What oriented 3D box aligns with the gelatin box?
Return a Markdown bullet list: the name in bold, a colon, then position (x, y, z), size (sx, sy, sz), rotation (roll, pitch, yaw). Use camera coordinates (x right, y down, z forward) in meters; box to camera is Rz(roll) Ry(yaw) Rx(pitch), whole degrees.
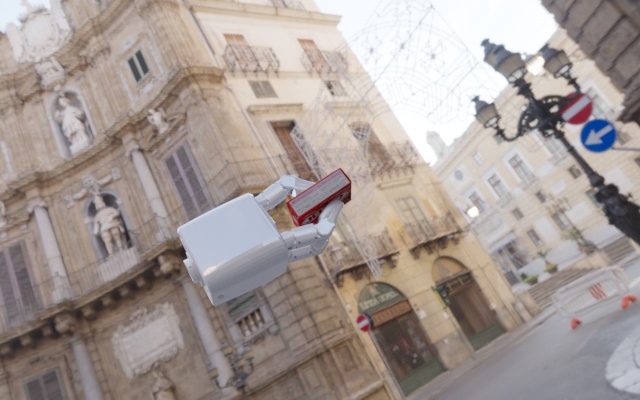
- **gelatin box**: position (0.000, 0.002, 0.650), size (0.089, 0.030, 0.073), rotation (-34, -17, -8)
